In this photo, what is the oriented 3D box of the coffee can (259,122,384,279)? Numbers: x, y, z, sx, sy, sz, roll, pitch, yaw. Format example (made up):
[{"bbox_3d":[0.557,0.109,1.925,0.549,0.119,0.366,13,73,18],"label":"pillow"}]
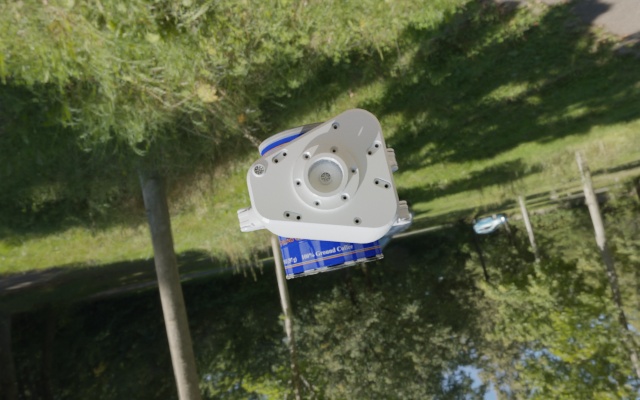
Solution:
[{"bbox_3d":[0.000,0.002,0.497,0.103,0.140,0.103,-12,-7,-2],"label":"coffee can"}]
